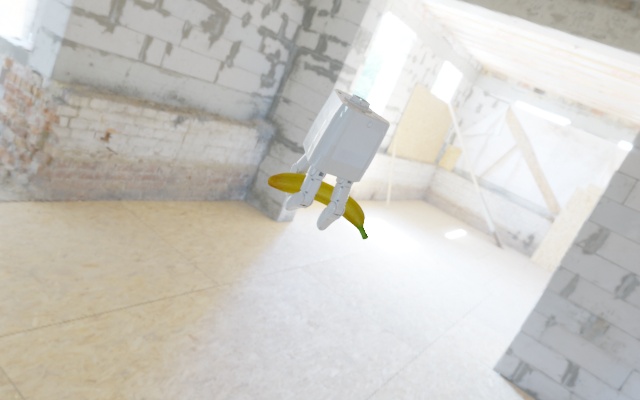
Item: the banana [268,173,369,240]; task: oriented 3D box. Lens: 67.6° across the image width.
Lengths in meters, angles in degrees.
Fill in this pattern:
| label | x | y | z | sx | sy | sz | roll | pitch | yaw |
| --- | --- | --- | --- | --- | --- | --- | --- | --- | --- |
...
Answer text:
| label | x | y | z | sx | sy | sz | roll | pitch | yaw |
| --- | --- | --- | --- | --- | --- | --- | --- | --- | --- |
| banana | 0.004 | -0.005 | 0.809 | 0.198 | 0.037 | 0.069 | 29 | 28 | -14 |
